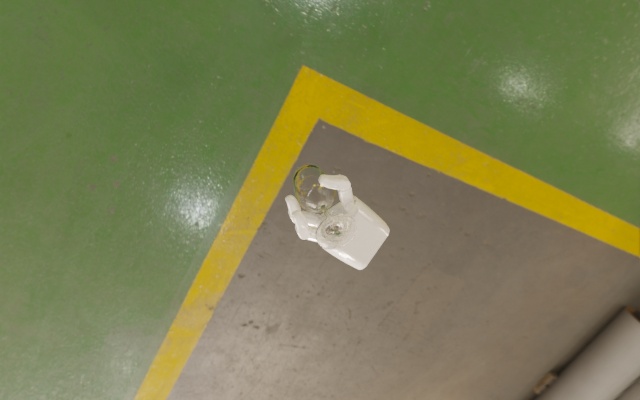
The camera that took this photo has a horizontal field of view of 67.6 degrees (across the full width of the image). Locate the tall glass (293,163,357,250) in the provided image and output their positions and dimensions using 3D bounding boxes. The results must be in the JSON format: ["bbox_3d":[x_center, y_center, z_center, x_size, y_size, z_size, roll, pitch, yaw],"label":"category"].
[{"bbox_3d":[0.000,0.003,0.898,0.079,0.079,0.201,0,32,-19],"label":"tall glass"}]
